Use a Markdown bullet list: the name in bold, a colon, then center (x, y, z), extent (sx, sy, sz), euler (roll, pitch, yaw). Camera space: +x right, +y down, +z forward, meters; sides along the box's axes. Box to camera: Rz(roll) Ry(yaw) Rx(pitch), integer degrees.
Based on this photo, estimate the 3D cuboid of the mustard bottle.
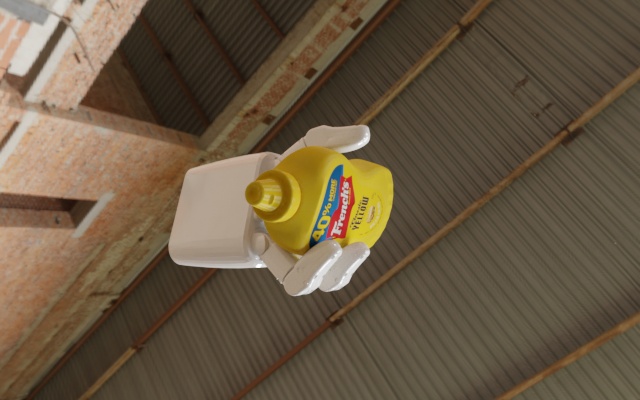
- **mustard bottle**: center (0.000, 0.001, 0.430), extent (0.058, 0.096, 0.191), euler (23, 8, 31)
